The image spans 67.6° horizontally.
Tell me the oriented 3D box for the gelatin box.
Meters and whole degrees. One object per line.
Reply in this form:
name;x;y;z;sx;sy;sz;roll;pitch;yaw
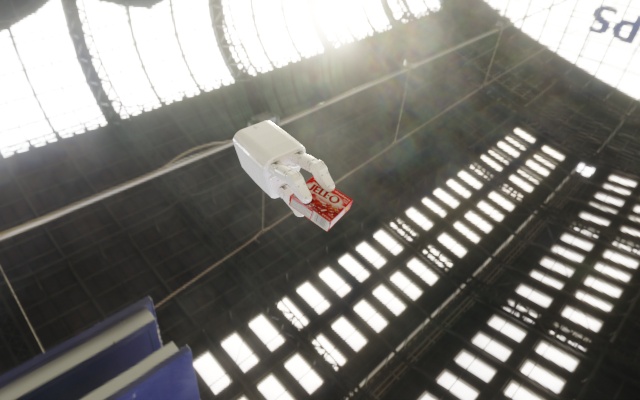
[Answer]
gelatin box;0.000;0.003;0.848;0.089;0.030;0.073;34;49;16
